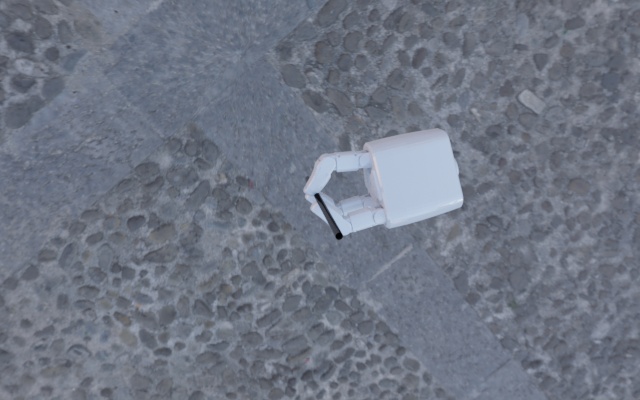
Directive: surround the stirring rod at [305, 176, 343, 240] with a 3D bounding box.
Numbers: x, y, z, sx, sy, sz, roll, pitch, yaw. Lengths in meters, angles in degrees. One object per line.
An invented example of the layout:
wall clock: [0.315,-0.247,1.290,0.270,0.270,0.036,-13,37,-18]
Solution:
stirring rod: [0.000,0.002,0.598,0.011,0.011,0.239,0,17,-9]
